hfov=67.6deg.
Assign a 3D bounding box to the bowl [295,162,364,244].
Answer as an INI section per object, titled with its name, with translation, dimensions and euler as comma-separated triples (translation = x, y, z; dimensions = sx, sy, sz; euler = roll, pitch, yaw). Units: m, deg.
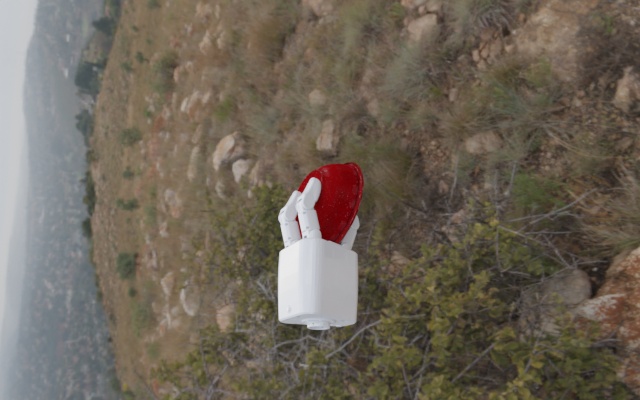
[bowl]
translation = 0.000, 0.001, 0.768
dimensions = 0.055, 0.162, 0.162
euler = 24, -10, -24
